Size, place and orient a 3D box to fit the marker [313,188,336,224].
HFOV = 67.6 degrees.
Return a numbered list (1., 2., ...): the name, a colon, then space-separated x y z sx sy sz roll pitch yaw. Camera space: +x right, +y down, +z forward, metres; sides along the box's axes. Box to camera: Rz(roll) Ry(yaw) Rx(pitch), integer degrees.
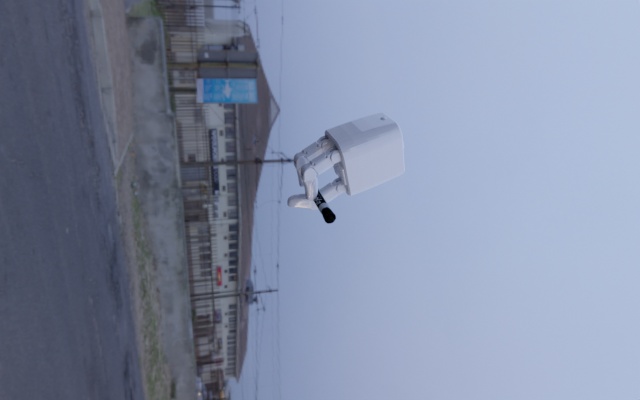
1. marker: 0.000 0.003 0.774 0.020 0.020 0.121 0 27 -17
